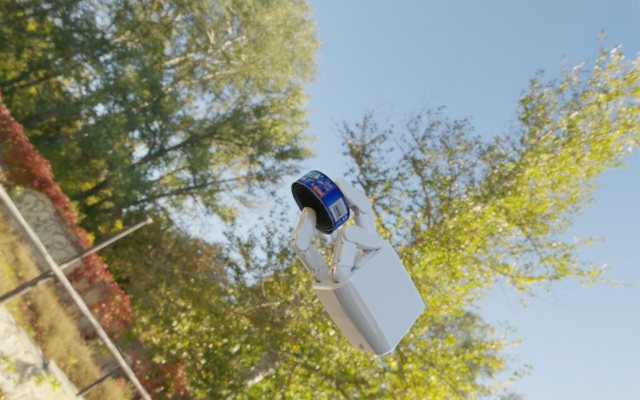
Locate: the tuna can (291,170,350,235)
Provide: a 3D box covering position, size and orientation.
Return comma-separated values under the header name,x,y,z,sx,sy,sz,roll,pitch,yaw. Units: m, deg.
name,x,y,z,sx,sy,sz,roll,pitch,yaw
tuna can,0.000,0.002,0.643,0.033,0.086,0.086,-37,15,-21
